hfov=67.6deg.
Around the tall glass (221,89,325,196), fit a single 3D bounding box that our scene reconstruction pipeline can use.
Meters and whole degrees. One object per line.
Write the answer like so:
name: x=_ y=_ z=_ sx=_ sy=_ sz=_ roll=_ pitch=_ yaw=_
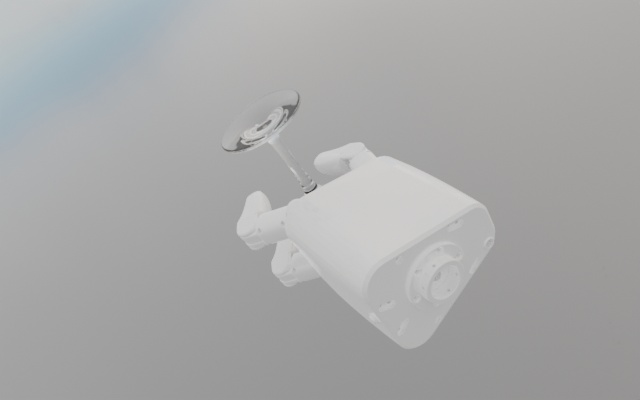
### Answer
tall glass: x=0.000 y=0.001 z=0.434 sx=0.079 sy=0.079 sz=0.201 roll=0 pitch=-41 yaw=40
